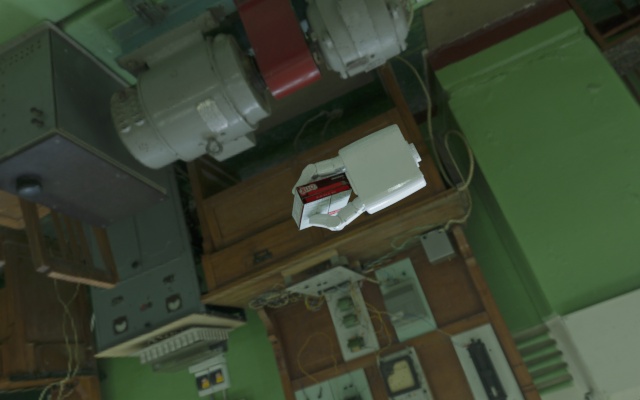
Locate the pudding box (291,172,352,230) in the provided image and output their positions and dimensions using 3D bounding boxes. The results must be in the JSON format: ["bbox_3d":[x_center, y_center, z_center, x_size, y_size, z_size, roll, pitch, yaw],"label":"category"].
[{"bbox_3d":[0.000,0.003,0.819,0.090,0.039,0.113,-17,-24,-15],"label":"pudding box"}]
